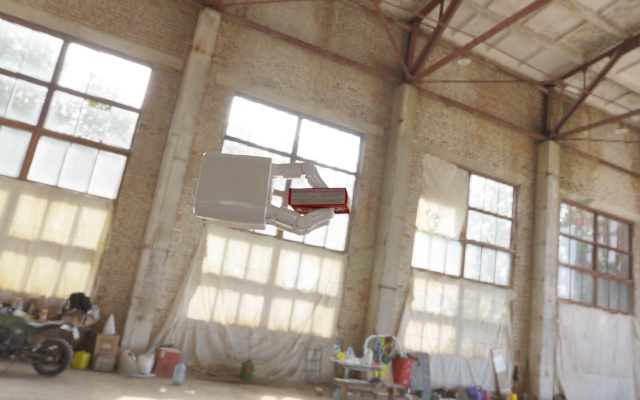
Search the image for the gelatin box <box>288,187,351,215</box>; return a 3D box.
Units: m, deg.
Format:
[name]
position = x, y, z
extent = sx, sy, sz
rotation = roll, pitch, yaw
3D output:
[gelatin box]
position = 0.000, 0.002, 0.735
extent = 0.089, 0.030, 0.073
rotation = -1, -13, 8
